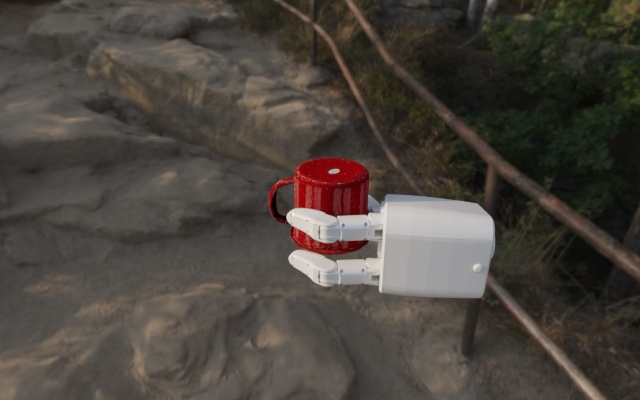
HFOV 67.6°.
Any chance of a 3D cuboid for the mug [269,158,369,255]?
[{"bbox_3d":[-0.001,0.001,0.535,0.117,0.081,0.093,4,25,6],"label":"mug"}]
